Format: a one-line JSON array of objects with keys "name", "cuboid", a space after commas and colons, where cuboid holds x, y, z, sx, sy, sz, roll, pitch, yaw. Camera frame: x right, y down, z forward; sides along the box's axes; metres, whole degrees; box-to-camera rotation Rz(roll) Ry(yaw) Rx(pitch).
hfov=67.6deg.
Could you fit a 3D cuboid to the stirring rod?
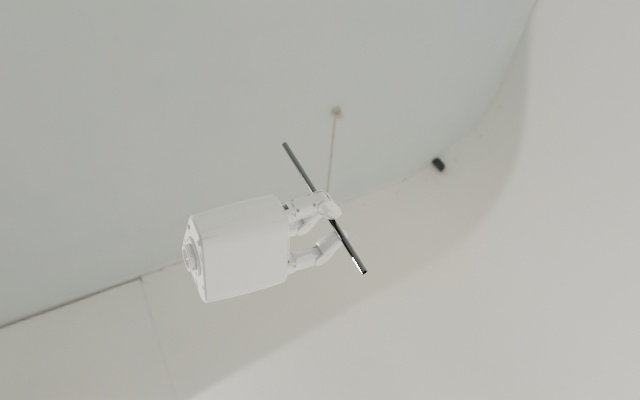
[{"name": "stirring rod", "cuboid": [0.000, 0.002, 0.648, 0.011, 0.239, 0.011, -22, -34, -16]}]
